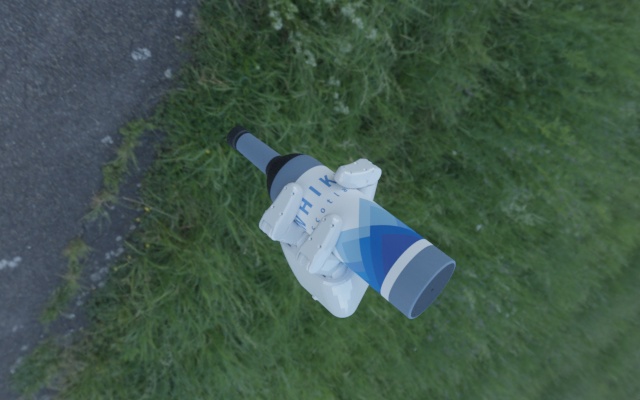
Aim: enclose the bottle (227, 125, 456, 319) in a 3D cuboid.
[{"bbox_3d":[0.000,0.002,0.501,0.295,0.069,0.069,38,21,29],"label":"bottle"}]
